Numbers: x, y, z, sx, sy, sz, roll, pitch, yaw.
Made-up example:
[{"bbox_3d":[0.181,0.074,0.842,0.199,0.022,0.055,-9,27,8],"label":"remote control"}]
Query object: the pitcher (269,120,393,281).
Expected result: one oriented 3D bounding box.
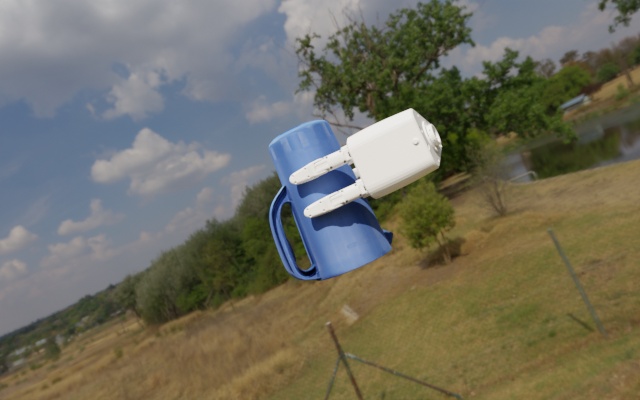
[{"bbox_3d":[0.000,0.002,0.773,0.145,0.243,0.149,-25,-2,27],"label":"pitcher"}]
